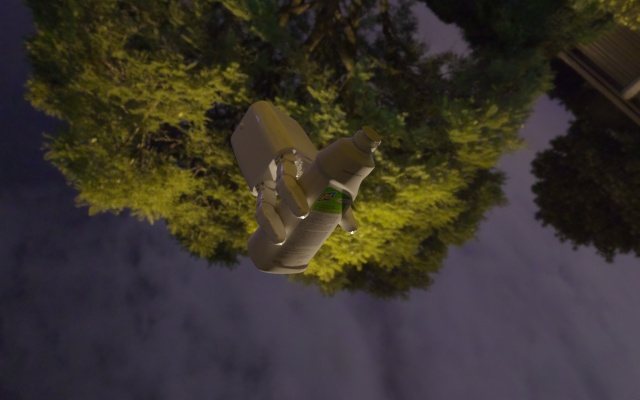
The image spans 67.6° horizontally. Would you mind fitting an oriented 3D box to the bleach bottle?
[{"bbox_3d":[0.000,0.002,0.650,0.102,0.068,0.251,6,-45,-43],"label":"bleach bottle"}]
